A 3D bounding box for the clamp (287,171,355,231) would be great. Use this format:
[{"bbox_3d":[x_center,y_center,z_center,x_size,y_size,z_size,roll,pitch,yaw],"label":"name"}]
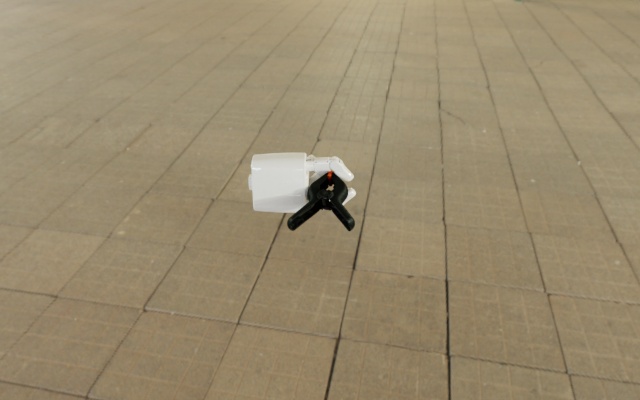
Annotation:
[{"bbox_3d":[0.000,0.002,0.895,0.120,0.039,0.171,0,33,0],"label":"clamp"}]
